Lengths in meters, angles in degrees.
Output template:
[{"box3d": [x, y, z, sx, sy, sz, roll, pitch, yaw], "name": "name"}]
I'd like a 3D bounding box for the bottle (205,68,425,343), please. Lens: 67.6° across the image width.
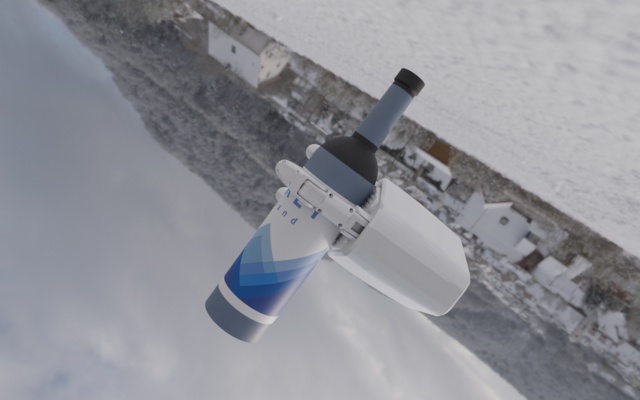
[{"box3d": [0.000, 0.002, 0.461, 0.069, 0.296, 0.069, 36, 5, -4], "name": "bottle"}]
